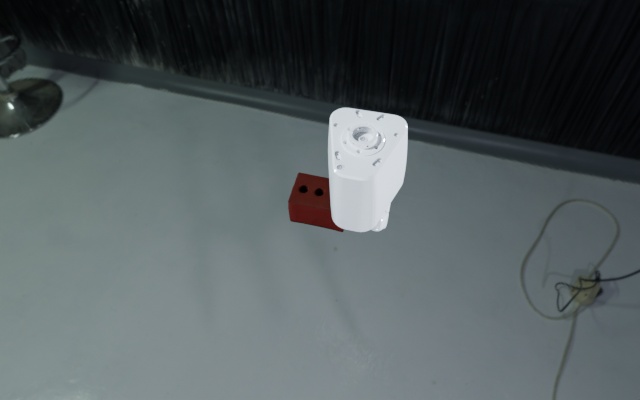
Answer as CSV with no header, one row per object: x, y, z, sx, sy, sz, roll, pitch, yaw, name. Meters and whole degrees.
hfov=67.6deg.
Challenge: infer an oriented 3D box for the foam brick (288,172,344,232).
0.000,0.002,0.653,0.078,0.053,0.051,11,-32,11,foam brick
